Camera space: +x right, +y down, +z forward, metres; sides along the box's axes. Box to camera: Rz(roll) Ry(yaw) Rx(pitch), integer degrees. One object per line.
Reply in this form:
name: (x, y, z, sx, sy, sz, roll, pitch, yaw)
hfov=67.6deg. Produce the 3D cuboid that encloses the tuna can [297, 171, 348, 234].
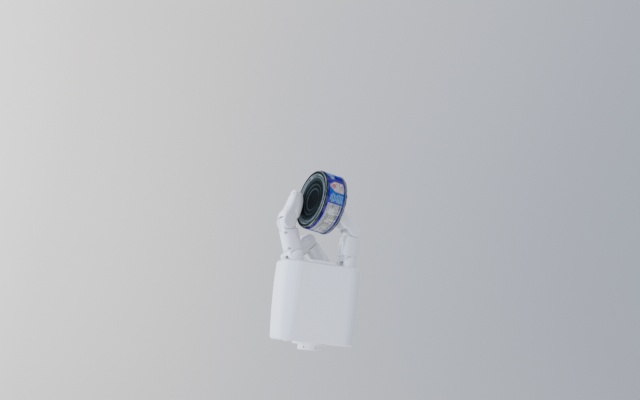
tuna can: (0.000, 0.002, 0.669, 0.034, 0.086, 0.086, 18, -9, -27)
